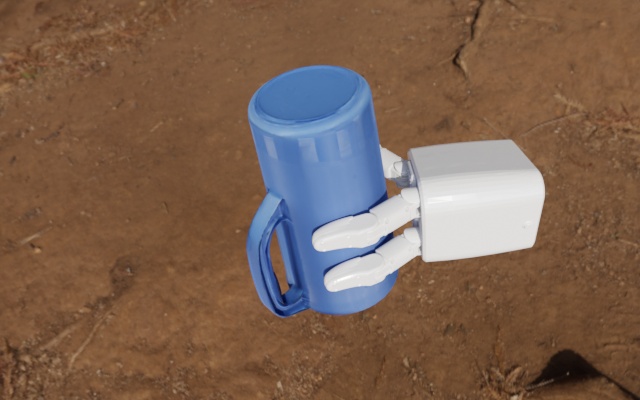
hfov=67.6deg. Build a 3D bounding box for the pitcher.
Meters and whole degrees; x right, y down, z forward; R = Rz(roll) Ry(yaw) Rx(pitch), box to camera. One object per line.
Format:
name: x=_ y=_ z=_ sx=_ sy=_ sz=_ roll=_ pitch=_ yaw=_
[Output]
pitcher: x=0.000 y=0.002 z=0.479 sx=0.145 sy=0.243 sz=0.149 roll=-5 pitch=43 yaw=8
